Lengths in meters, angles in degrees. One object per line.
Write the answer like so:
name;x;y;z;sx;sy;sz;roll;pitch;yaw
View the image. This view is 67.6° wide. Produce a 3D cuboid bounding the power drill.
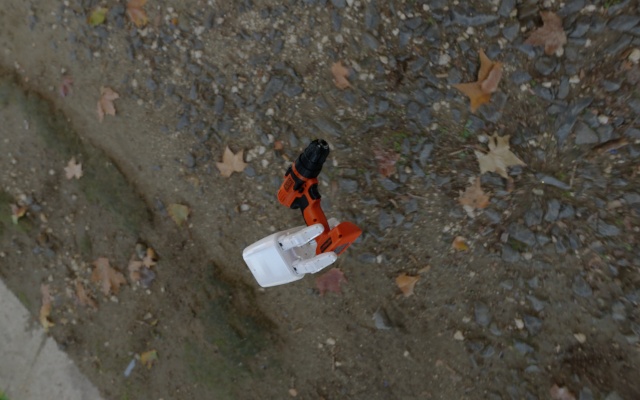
power drill;0.000;0.003;0.888;0.057;0.187;0.184;-14;-25;-34
